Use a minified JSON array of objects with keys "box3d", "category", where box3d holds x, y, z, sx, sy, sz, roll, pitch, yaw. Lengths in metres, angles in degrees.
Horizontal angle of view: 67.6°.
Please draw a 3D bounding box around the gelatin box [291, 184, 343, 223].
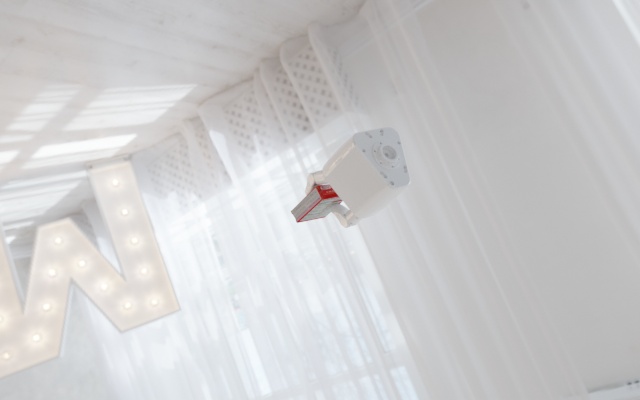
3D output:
[{"box3d":[0.000,0.003,0.861,0.073,0.030,0.089,-10,-25,-44],"category":"gelatin box"}]
